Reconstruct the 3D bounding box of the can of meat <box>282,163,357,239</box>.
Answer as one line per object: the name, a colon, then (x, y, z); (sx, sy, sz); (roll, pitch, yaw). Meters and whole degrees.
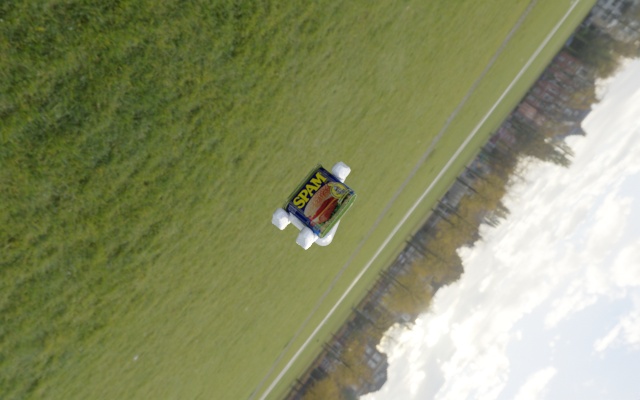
can of meat: (0.000, 0.003, 0.810); (0.084, 0.102, 0.057); (38, -10, 11)
